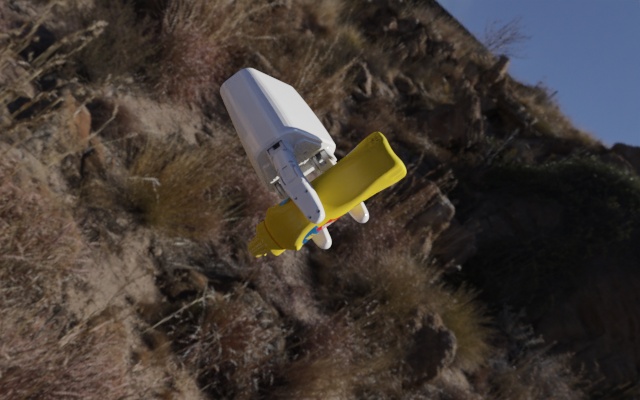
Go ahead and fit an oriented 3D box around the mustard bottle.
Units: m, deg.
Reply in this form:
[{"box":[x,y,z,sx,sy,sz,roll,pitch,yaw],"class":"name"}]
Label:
[{"box":[0.000,0.002,0.524,0.191,0.058,0.096,-35,1,8],"class":"mustard bottle"}]
